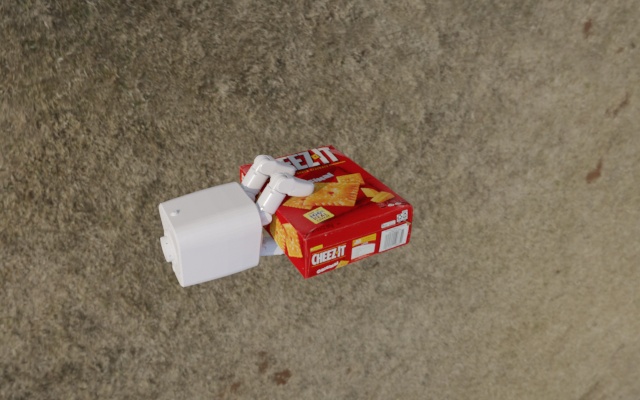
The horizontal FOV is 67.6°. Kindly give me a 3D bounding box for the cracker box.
[{"bbox_3d":[0.000,0.002,0.674,0.164,0.072,0.213,-15,36,-25],"label":"cracker box"}]
